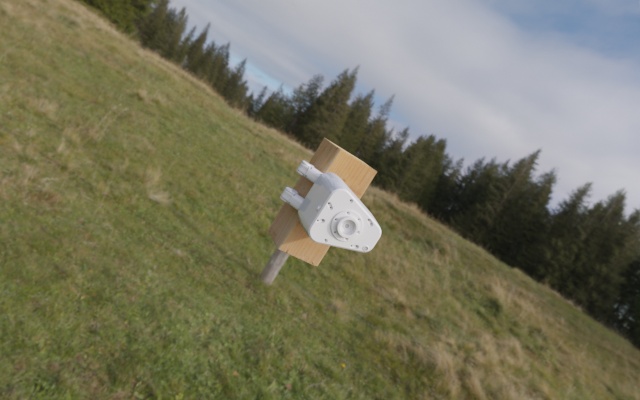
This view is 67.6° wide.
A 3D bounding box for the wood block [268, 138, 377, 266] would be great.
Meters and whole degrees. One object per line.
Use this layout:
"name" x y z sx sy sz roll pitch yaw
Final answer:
"wood block" 0.001 0.003 0.878 0.091 0.206 0.090 28 9 -26
